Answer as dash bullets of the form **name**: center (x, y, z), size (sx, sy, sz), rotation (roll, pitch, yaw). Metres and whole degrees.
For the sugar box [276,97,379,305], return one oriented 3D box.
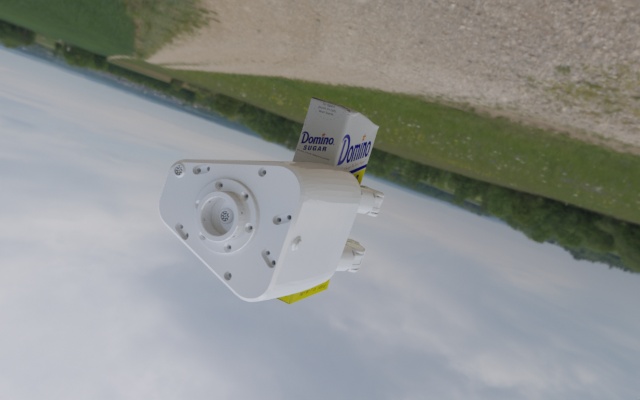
- **sugar box**: center (0.000, 0.002, 0.447), size (0.048, 0.176, 0.093), rotation (22, 8, 20)
